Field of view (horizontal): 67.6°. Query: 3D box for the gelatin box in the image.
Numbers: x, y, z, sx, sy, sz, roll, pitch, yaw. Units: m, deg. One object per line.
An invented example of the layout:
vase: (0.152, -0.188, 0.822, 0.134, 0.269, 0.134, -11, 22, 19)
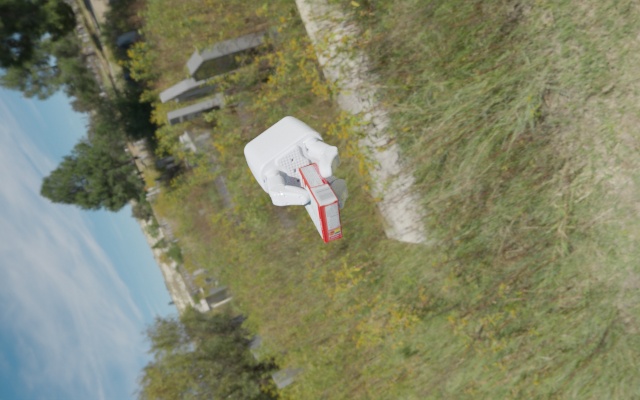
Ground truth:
gelatin box: (0.000, 0.003, 0.660, 0.030, 0.073, 0.089, -18, 44, -11)
